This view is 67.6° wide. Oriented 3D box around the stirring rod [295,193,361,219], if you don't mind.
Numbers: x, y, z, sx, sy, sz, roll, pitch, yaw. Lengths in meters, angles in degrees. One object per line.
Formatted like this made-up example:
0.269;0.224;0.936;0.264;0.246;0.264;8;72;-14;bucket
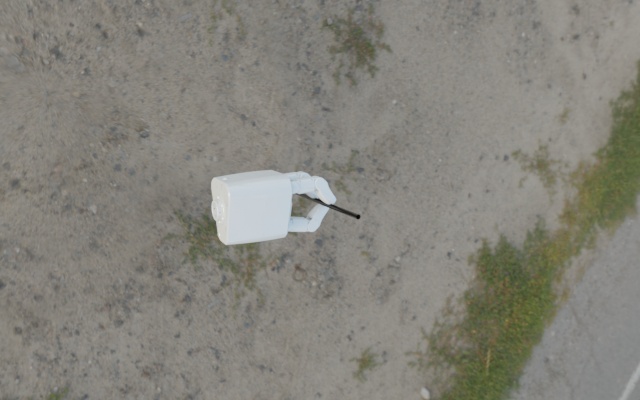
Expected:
0.000;0.003;0.843;0.011;0.011;0.239;0;11;-30;stirring rod
